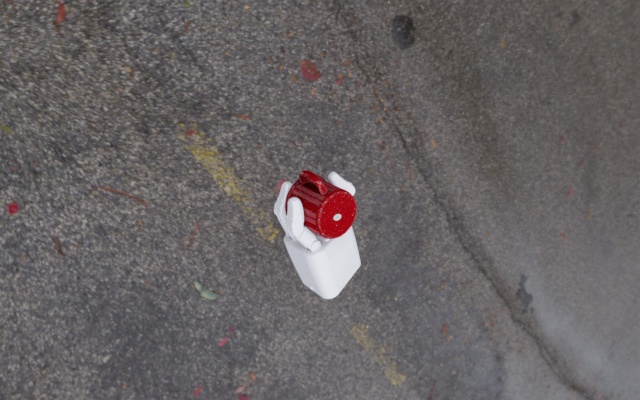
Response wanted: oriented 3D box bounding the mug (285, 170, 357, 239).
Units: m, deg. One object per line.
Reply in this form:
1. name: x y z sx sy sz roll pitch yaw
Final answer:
1. mug: 0.000 0.001 0.760 0.093 0.117 0.081 -36 36 -24
